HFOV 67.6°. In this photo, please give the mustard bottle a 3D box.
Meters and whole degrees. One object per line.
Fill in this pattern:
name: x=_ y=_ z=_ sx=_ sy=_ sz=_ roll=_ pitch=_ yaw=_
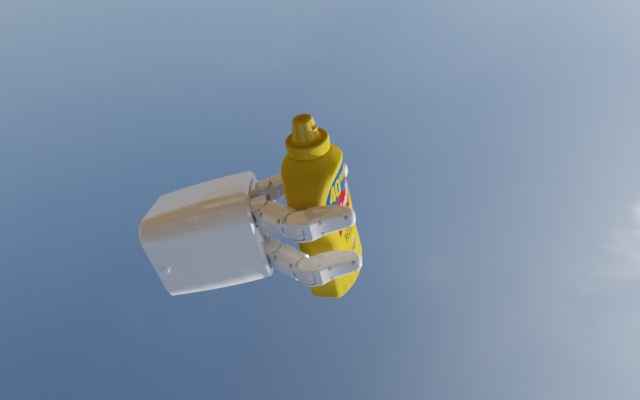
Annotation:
mustard bottle: x=0.000 y=0.002 z=0.481 sx=0.058 sy=0.192 sz=0.096 roll=2 pitch=39 yaw=19
